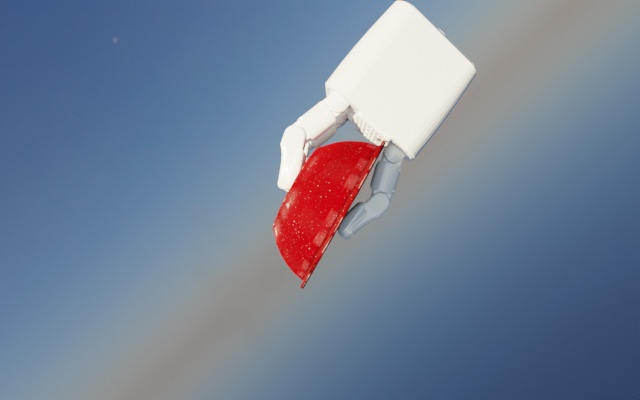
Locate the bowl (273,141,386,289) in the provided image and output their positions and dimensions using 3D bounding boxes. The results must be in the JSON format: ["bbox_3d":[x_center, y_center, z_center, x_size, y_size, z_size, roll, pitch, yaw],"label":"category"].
[{"bbox_3d":[-0.001,0.002,0.461,0.055,0.162,0.162,29,1,3],"label":"bowl"}]
